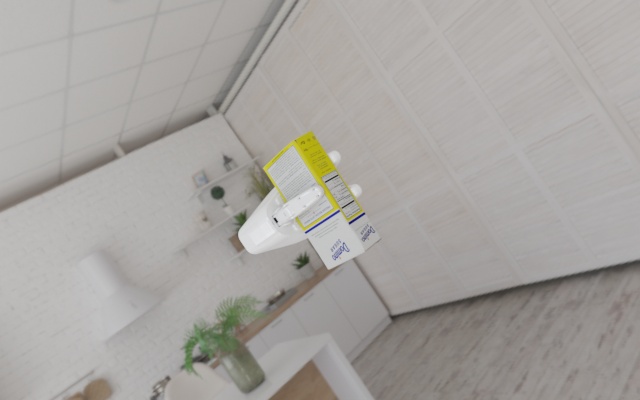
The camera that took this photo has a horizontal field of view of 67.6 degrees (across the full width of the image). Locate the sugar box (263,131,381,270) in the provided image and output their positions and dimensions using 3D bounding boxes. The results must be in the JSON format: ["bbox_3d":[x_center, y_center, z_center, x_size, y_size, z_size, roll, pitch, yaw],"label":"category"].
[{"bbox_3d":[0.000,0.002,0.665,0.048,0.176,0.093,-34,0,-40],"label":"sugar box"}]
